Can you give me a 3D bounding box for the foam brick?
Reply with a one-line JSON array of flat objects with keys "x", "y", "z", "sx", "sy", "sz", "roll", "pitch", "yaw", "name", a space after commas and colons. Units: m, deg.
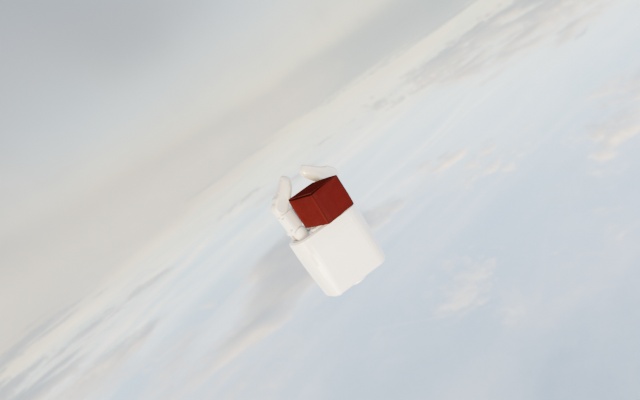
[{"x": 0.000, "y": 0.002, "z": 0.694, "sx": 0.053, "sy": 0.051, "sz": 0.078, "roll": -37, "pitch": 11, "yaw": -27, "name": "foam brick"}]
